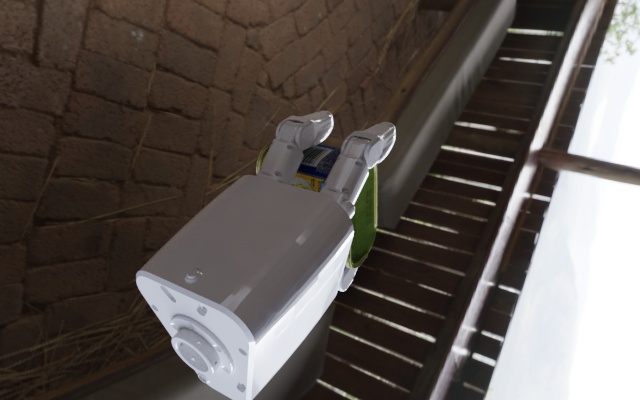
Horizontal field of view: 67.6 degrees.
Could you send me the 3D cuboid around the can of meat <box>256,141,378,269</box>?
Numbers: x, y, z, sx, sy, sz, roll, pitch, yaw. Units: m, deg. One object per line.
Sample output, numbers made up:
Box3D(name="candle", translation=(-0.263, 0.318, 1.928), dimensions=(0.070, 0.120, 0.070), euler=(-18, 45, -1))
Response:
Box3D(name="can of meat", translation=(0.000, 0.001, 0.404), dimensions=(0.084, 0.102, 0.057), euler=(16, 38, 29))
